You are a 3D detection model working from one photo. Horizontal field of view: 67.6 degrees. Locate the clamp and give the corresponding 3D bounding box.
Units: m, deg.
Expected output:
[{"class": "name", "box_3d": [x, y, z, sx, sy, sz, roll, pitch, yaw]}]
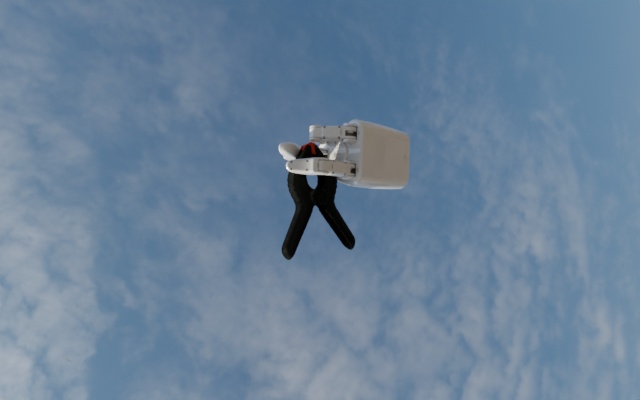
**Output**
[{"class": "clamp", "box_3d": [0.000, 0.002, 0.709, 0.120, 0.171, 0.039, 5, -4, -36]}]
